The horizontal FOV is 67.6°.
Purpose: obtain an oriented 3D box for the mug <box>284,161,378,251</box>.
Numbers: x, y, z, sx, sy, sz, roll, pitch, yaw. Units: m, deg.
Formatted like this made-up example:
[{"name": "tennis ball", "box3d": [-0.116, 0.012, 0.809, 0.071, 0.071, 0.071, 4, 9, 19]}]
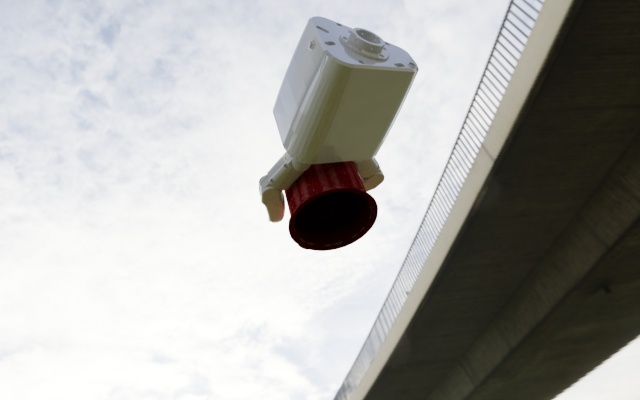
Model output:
[{"name": "mug", "box3d": [0.000, 0.003, 0.514, 0.093, 0.117, 0.081, 7, 42, -25]}]
